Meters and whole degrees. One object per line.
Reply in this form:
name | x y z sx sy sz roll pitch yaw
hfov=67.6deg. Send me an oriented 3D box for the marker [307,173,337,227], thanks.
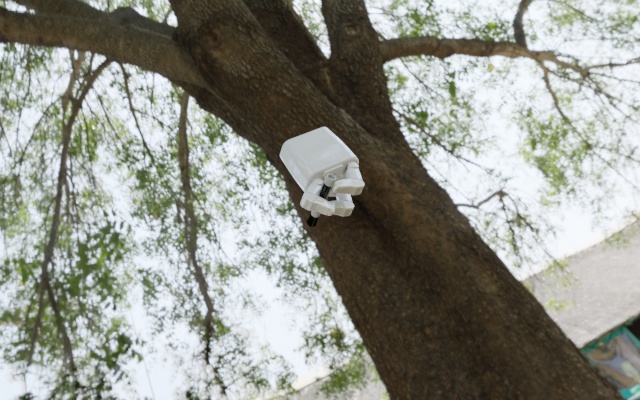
marker | 0.000 0.003 0.856 0.020 0.121 0.020 14 39 -12
